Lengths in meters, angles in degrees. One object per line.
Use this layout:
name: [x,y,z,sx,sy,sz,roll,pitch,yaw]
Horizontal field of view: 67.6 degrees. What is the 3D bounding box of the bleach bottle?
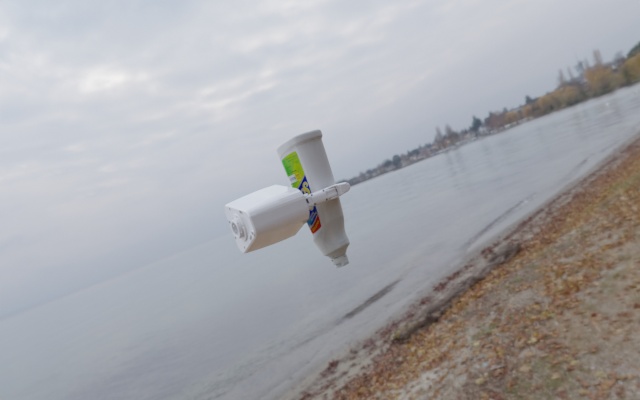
bleach bottle: [0.000,0.003,0.884,0.068,0.251,0.102,-21,1,-31]
